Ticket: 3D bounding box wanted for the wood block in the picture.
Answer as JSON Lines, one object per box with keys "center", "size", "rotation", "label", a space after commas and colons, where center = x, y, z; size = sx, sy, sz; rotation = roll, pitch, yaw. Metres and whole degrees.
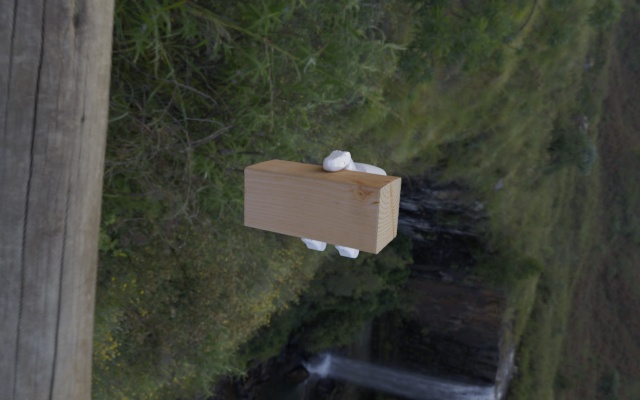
{"center": [0.000, 0.002, 0.685], "size": [0.206, 0.091, 0.090], "rotation": [10, 16, 25], "label": "wood block"}
